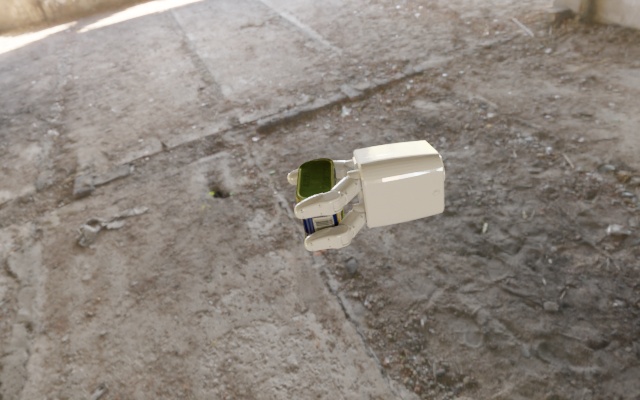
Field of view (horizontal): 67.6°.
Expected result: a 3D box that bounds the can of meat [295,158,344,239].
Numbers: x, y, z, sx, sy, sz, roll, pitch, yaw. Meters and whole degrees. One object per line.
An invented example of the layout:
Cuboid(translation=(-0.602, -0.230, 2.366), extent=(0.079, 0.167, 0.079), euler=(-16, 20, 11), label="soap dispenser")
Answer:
Cuboid(translation=(0.000, 0.002, 0.659), extent=(0.057, 0.084, 0.102), euler=(-7, 36, 6), label="can of meat")
